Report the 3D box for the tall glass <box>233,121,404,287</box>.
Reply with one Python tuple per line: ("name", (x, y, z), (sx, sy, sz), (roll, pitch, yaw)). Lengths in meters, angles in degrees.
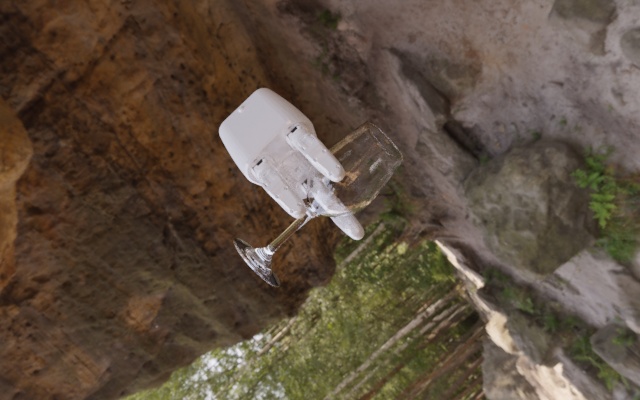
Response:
("tall glass", (0.000, 0.002, 0.537), (0.201, 0.079, 0.079), (-43, -1, 1))
